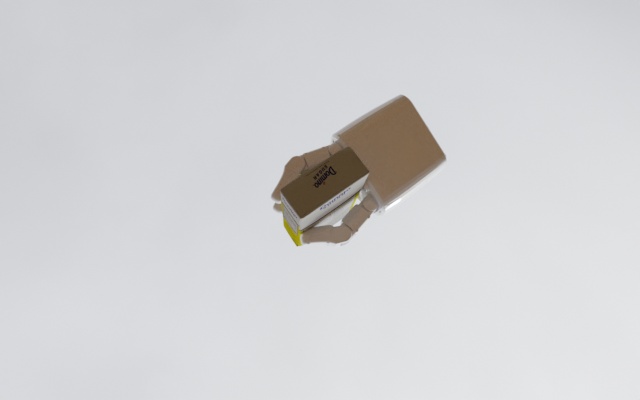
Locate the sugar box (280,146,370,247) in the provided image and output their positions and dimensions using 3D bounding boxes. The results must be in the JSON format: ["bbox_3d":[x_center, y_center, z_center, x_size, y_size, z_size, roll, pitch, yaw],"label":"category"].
[{"bbox_3d":[0.000,0.001,0.582,0.093,0.048,0.176,-34,-13,-12],"label":"sugar box"}]
